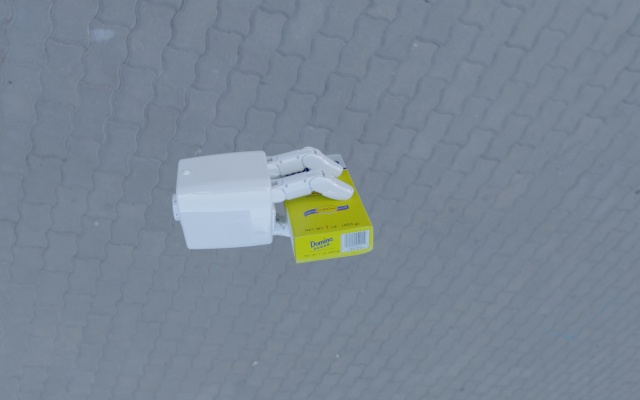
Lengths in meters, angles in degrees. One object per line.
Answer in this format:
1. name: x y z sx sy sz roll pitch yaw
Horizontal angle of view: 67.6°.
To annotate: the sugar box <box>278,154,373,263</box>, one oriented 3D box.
1. sugar box: 0.000 0.002 0.609 0.093 0.048 0.176 -7 37 -8
